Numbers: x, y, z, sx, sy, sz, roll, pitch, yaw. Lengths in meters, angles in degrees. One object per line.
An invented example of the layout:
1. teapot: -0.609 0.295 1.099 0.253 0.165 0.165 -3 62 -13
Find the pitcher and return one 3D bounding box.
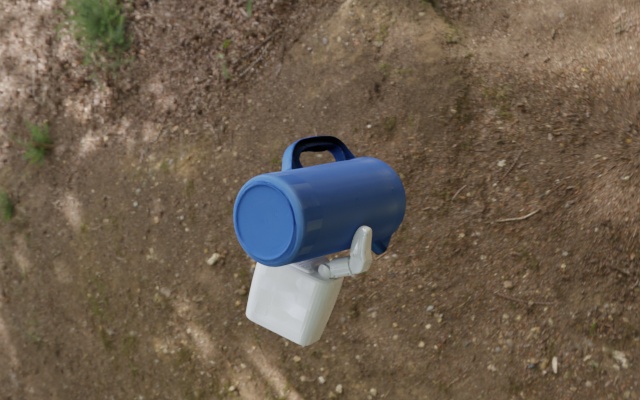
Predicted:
1. pitcher: 0.000 0.002 0.637 0.149 0.145 0.243 28 21 29
